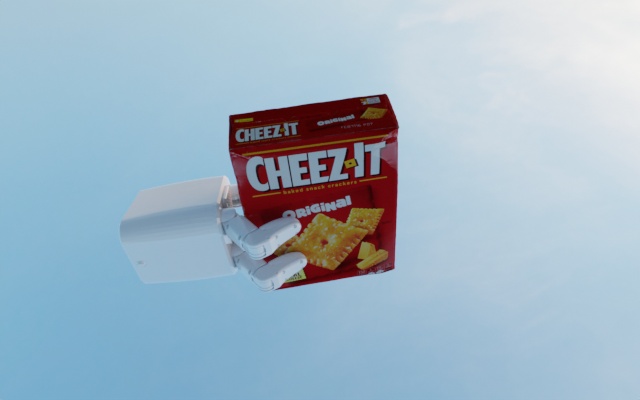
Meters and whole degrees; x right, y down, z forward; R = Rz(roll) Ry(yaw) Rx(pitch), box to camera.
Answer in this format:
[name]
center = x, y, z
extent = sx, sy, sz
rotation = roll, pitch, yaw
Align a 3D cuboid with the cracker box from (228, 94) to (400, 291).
[cracker box]
center = 0.000, 0.002, 0.529
extent = 0.164, 0.214, 0.072
rotation = -9, 43, -2
